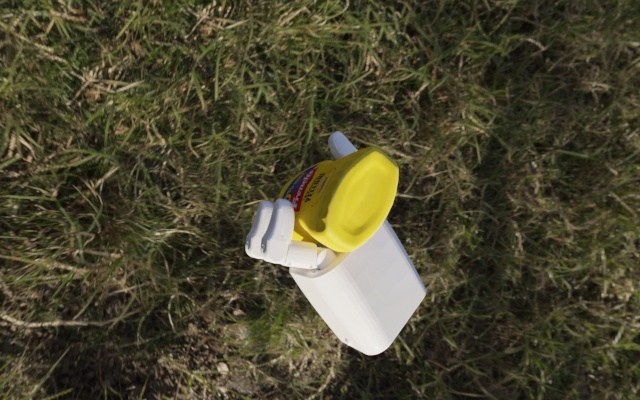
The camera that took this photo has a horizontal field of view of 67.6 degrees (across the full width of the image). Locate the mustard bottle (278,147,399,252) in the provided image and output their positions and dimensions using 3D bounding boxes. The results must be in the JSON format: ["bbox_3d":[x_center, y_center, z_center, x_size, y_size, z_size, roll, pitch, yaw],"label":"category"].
[{"bbox_3d":[0.000,0.001,0.497,0.058,0.096,0.191,33,-15,-19],"label":"mustard bottle"}]
